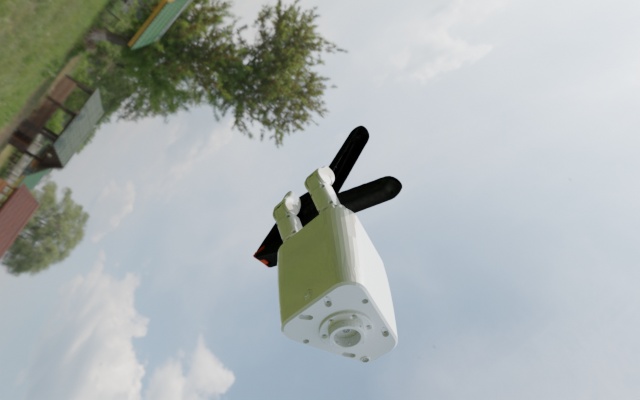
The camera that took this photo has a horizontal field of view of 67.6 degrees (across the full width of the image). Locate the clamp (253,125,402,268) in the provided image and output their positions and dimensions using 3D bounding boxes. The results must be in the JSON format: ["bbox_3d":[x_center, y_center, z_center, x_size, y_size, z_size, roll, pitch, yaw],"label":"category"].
[{"bbox_3d":[0.000,0.003,0.579,0.036,0.210,0.164,40,23,-25],"label":"clamp"}]
